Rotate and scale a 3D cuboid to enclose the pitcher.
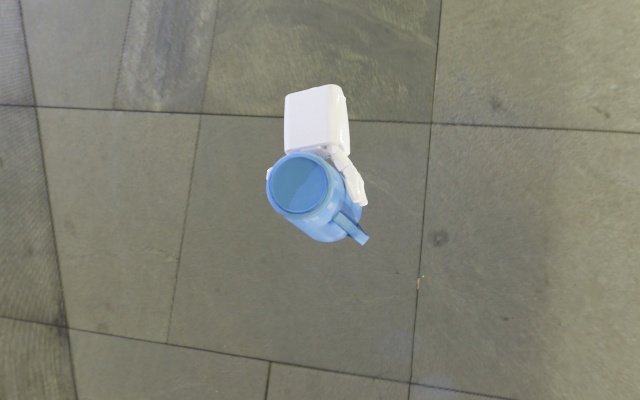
[{"bbox_3d":[0.000,0.003,0.833,0.149,0.145,0.243,-4,-10,12],"label":"pitcher"}]
